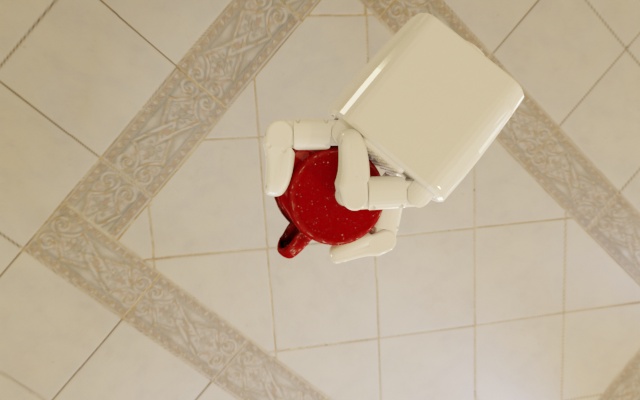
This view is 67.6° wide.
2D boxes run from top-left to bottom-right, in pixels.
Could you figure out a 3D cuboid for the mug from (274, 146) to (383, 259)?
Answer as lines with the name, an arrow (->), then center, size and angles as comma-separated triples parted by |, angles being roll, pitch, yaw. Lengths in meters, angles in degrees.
mug -> -0.001, 0.002, 0.421 | 0.093, 0.117, 0.081 | 39, 0, -13
